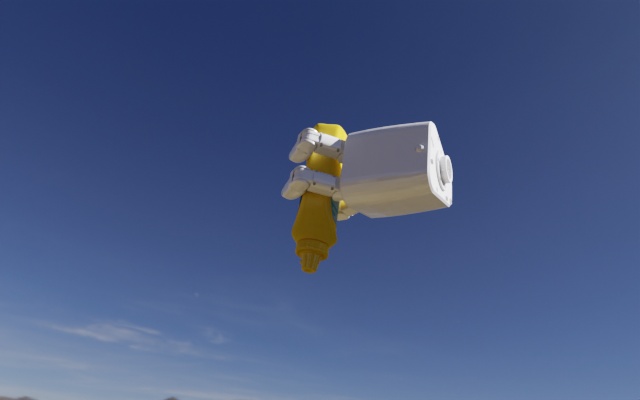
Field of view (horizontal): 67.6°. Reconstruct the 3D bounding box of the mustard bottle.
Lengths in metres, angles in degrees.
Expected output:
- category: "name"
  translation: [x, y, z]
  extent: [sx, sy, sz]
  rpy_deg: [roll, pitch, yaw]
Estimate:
- category: "mustard bottle"
  translation: [0.000, 0.002, 0.619]
  extent: [0.058, 0.191, 0.096]
  rpy_deg: [6, -29, 5]
